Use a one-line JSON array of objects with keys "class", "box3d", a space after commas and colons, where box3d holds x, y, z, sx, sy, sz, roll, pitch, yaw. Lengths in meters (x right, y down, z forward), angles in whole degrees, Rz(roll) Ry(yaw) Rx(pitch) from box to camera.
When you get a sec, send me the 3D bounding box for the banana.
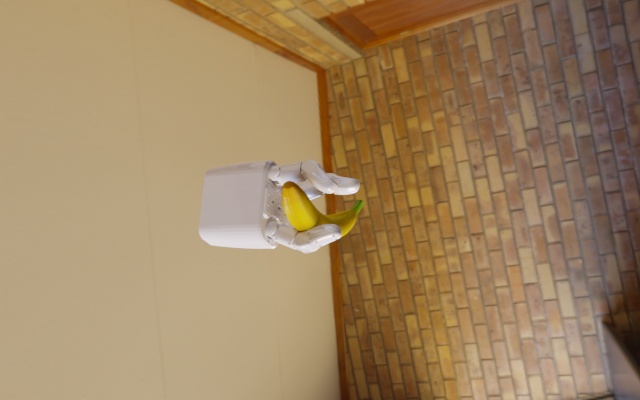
[{"class": "banana", "box3d": [-0.001, 0.021, 0.640, 0.037, 0.069, 0.198, 7, -3, 30]}]
